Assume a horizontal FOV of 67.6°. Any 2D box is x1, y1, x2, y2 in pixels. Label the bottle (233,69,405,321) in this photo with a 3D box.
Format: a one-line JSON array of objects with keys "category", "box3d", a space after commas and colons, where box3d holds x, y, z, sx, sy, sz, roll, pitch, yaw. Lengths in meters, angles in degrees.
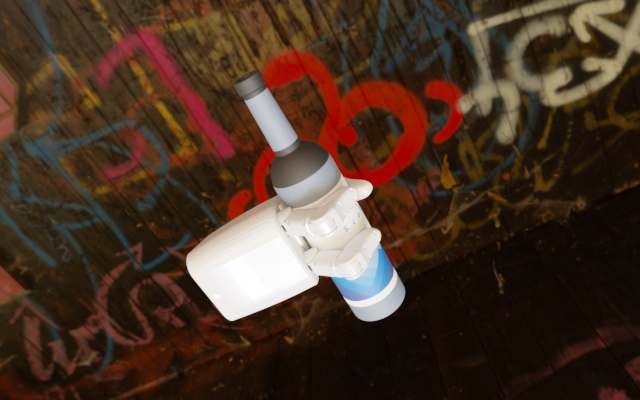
[{"category": "bottle", "box3d": [0.000, 0.002, 0.498, 0.069, 0.296, 0.069, -25, 26, 13]}]
